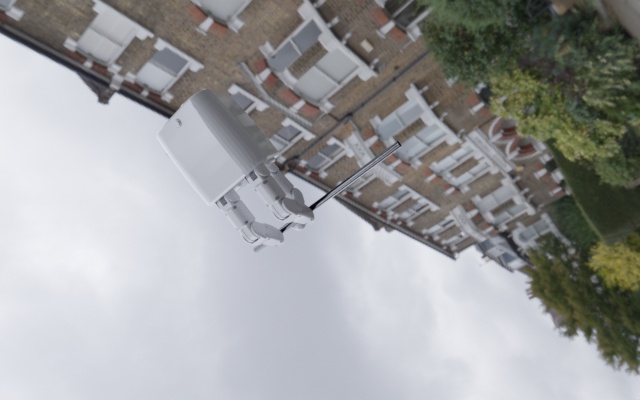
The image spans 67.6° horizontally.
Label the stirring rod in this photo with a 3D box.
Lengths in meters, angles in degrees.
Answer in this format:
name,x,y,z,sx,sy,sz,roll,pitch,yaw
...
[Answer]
name,x,y,z,sx,sy,sz,roll,pitch,yaw
stirring rod,0.000,0.002,0.576,0.239,0.011,0.011,-37,-19,27
